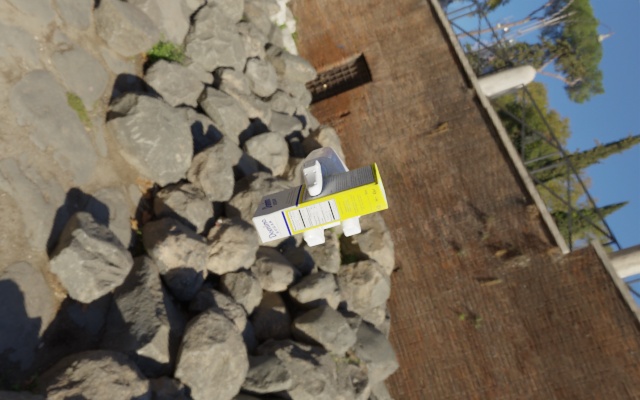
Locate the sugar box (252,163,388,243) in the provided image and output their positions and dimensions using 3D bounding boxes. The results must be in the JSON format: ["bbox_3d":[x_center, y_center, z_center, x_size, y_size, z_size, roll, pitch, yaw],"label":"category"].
[{"bbox_3d":[0.000,0.003,0.665,0.176,0.048,0.093,-18,18,9],"label":"sugar box"}]
